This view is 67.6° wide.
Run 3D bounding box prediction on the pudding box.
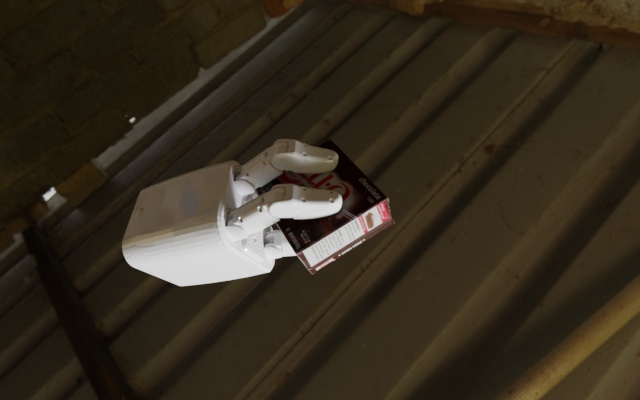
[{"bbox_3d":[0.000,0.002,0.438,0.090,0.039,0.113,-32,45,-6],"label":"pudding box"}]
